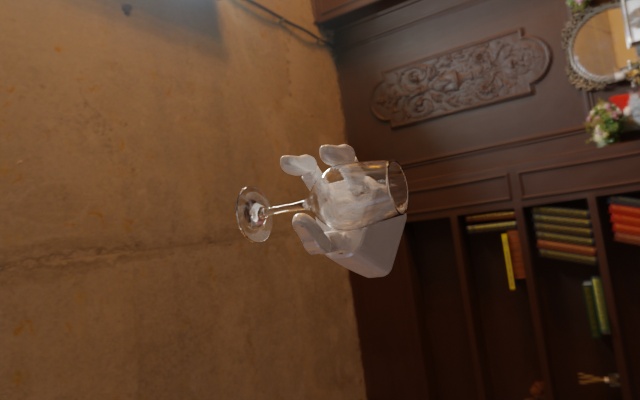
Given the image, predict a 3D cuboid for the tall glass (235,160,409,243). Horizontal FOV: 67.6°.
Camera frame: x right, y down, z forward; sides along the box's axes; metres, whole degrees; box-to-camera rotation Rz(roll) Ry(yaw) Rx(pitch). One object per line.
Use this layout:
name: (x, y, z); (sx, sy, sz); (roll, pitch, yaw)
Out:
tall glass: (-0.001, 0.002, 0.568); (0.201, 0.079, 0.079); (-11, -6, 30)
